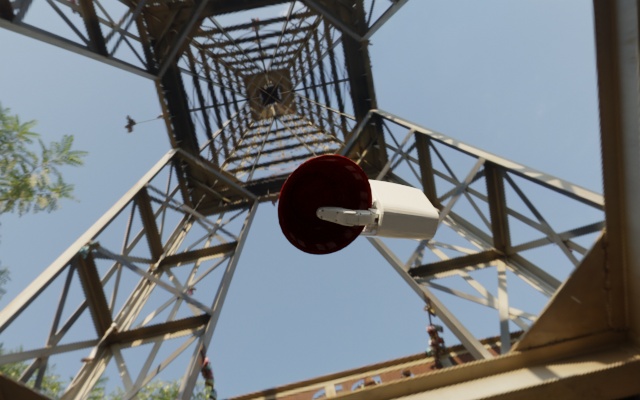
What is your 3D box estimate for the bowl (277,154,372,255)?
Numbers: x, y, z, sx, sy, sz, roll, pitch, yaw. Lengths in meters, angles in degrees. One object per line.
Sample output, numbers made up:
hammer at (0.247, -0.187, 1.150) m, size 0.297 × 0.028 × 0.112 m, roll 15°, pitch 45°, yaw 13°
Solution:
bowl at (-0.001, 0.002, 0.763) m, size 0.162 × 0.162 × 0.055 m, roll 0°, pitch 15°, yaw -24°
